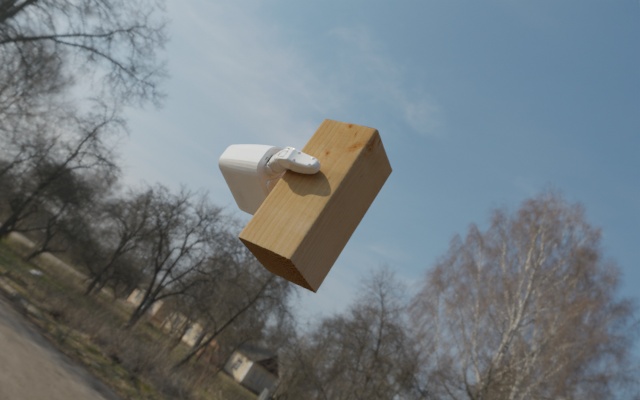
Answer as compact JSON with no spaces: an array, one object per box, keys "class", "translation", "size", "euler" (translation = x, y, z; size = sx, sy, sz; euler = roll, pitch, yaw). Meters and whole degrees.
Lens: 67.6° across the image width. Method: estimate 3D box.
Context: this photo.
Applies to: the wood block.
[{"class":"wood block","translation":[0.000,0.002,0.629],"size":[0.090,0.206,0.091],"euler":[18,-26,35]}]
